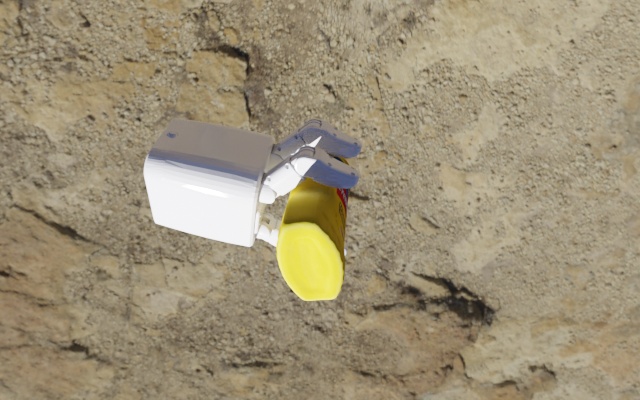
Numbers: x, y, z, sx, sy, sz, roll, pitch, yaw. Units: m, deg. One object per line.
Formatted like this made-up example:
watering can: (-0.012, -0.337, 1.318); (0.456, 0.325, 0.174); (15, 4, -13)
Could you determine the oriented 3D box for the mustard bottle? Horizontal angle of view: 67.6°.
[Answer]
mustard bottle: (0.000, 0.002, 0.487); (0.058, 0.096, 0.191); (-7, 35, 12)
